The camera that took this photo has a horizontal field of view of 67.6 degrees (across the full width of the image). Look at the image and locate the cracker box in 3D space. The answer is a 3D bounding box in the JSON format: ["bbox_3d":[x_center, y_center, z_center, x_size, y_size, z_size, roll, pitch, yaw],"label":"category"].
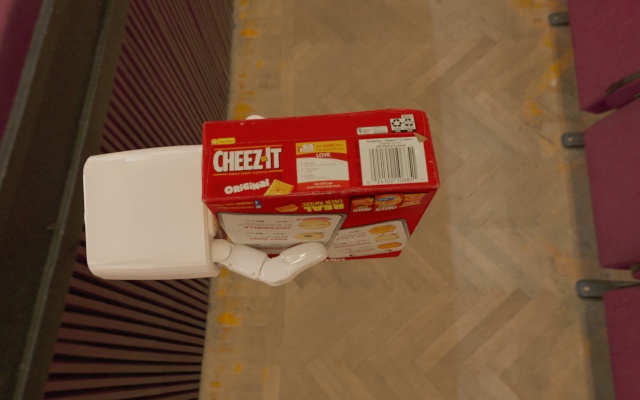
[{"bbox_3d":[0.000,0.002,0.429,0.164,0.072,0.214,-4,-19,0],"label":"cracker box"}]
